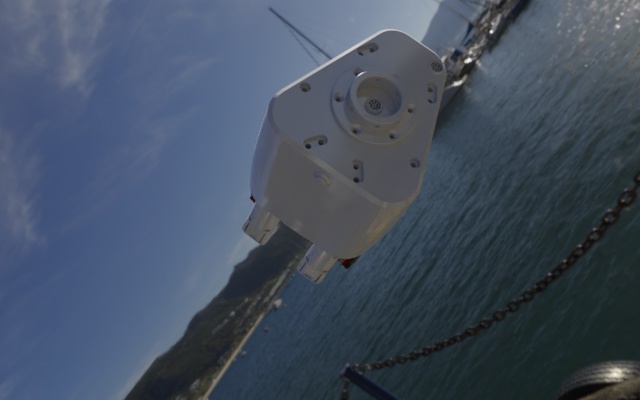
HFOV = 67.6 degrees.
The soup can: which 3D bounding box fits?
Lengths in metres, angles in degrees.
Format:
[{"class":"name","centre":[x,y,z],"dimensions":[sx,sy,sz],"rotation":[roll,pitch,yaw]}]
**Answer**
[{"class":"soup can","centre":[0.000,0.001,0.404],"dimensions":[0.102,0.068,0.068],"rotation":[35,1,2]}]
